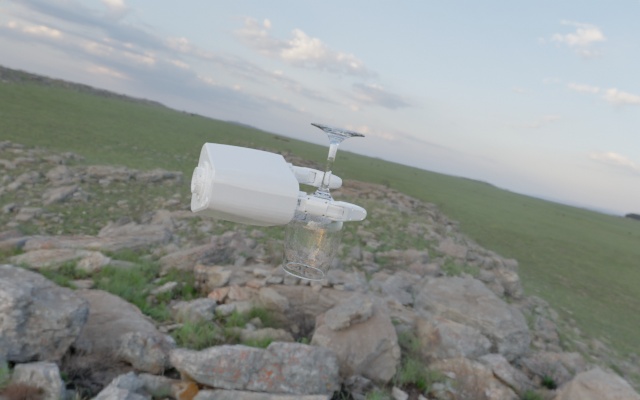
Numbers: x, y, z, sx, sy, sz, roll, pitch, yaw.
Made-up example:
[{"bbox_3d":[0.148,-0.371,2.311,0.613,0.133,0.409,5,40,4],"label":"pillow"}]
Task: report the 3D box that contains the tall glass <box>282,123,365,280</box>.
[{"bbox_3d":[0.000,0.001,0.641,0.079,0.201,0.079,13,7,-2],"label":"tall glass"}]
